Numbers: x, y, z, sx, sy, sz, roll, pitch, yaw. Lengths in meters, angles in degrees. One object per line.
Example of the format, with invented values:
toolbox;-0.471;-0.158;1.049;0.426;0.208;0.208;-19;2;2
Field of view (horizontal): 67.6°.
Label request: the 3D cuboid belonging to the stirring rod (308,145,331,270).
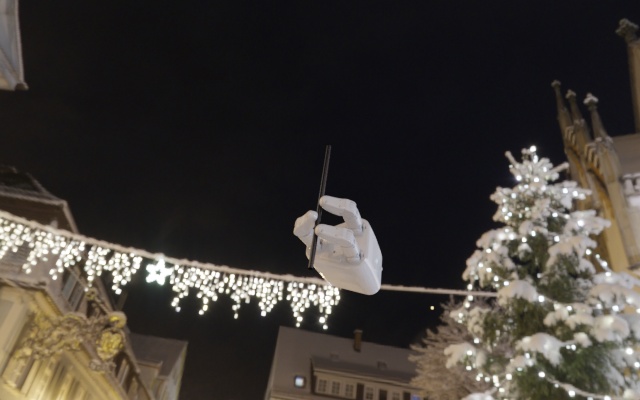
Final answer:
stirring rod;0.000;0.003;0.761;0.011;0.239;0.011;6;-36;4
